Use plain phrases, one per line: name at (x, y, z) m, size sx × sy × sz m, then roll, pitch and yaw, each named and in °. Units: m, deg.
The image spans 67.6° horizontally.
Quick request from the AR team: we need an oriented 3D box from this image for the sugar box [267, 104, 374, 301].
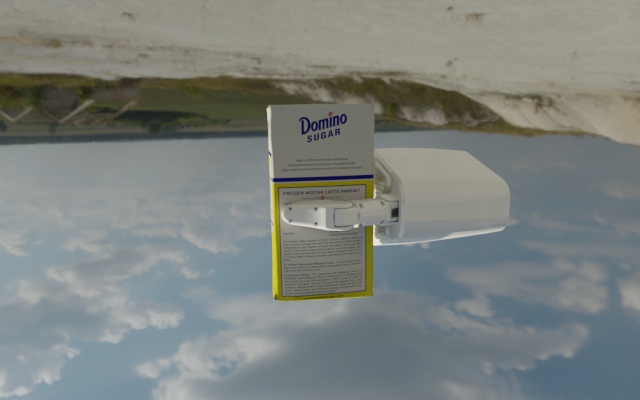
sugar box at (0.000, 0.001, 0.438) m, size 0.093 × 0.176 × 0.048 m, roll -2°, pitch 9°, yaw -9°
